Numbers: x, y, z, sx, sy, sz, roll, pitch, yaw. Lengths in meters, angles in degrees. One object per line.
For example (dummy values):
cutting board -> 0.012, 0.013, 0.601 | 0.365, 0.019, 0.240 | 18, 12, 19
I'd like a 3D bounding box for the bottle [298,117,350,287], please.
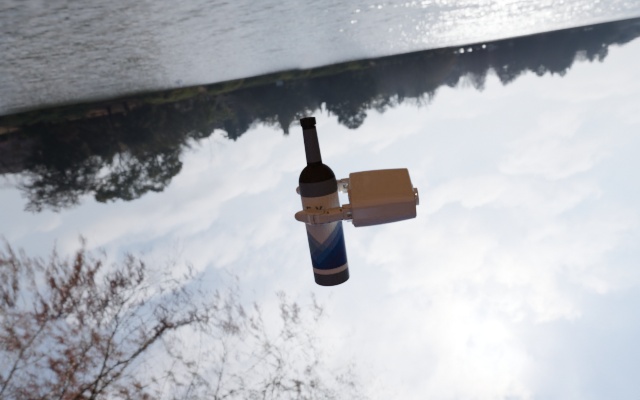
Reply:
bottle -> 0.000, 0.003, 0.833 | 0.069, 0.296, 0.069 | -8, 16, 2
